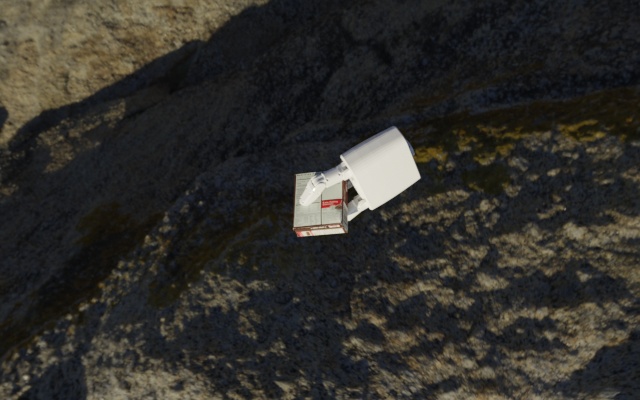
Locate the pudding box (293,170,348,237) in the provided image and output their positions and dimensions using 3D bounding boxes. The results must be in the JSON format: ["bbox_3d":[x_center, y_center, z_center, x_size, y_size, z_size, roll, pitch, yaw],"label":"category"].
[{"bbox_3d":[0.000,0.003,0.830,0.090,0.113,0.039,-6,-30,14],"label":"pudding box"}]
